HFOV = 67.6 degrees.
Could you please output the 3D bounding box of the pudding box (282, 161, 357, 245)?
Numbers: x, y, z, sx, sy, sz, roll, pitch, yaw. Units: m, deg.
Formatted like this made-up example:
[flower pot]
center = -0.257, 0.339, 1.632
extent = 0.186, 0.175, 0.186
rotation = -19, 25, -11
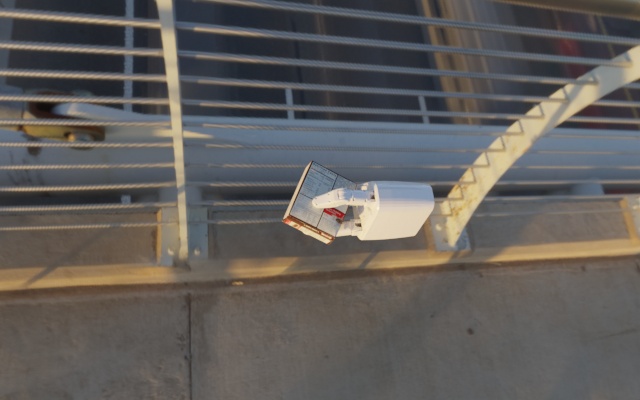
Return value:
[pudding box]
center = 0.000, 0.003, 0.792
extent = 0.090, 0.113, 0.039
rotation = 27, -27, -8
